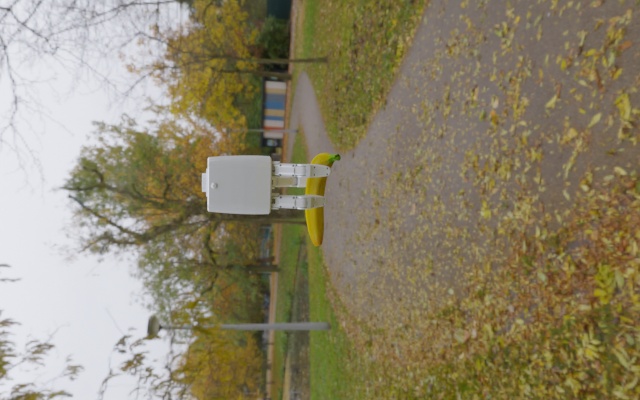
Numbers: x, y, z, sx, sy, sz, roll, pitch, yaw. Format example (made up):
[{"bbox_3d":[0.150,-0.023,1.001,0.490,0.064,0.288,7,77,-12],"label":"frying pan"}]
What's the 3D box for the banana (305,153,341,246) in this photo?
[{"bbox_3d":[-0.005,-0.010,0.878,0.037,0.198,0.069,-3,34,-19],"label":"banana"}]
